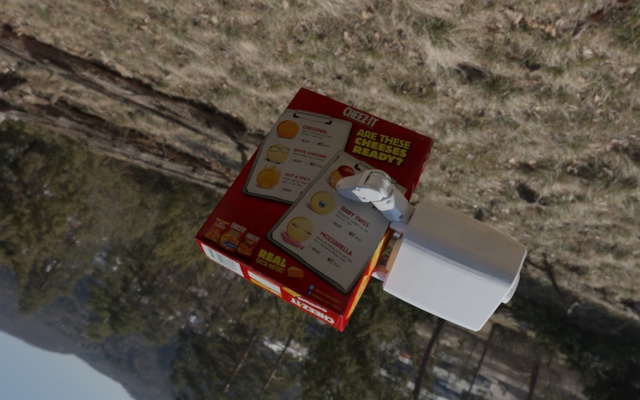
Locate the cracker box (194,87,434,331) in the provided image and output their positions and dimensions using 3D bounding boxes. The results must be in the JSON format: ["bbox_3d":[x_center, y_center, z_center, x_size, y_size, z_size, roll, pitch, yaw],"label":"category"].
[{"bbox_3d":[0.000,0.002,0.505,0.164,0.213,0.072,25,-25,14],"label":"cracker box"}]
